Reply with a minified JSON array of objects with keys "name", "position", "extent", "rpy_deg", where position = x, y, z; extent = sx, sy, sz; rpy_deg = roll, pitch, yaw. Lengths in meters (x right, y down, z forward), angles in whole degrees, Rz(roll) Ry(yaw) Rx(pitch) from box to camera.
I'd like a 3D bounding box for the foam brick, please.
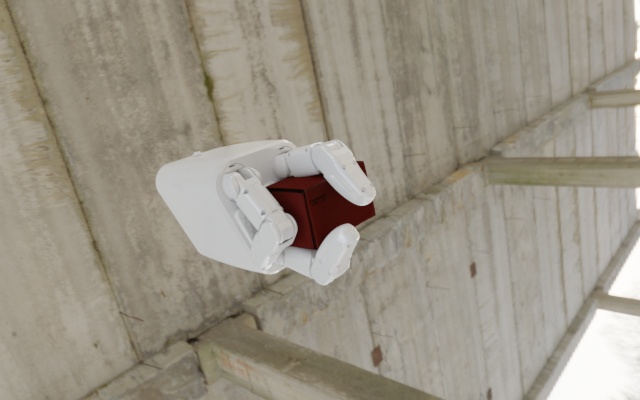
[{"name":"foam brick","position":[0.000,0.001,0.407],"extent":[0.051,0.053,0.078],"rpy_deg":[3,21,45]}]
